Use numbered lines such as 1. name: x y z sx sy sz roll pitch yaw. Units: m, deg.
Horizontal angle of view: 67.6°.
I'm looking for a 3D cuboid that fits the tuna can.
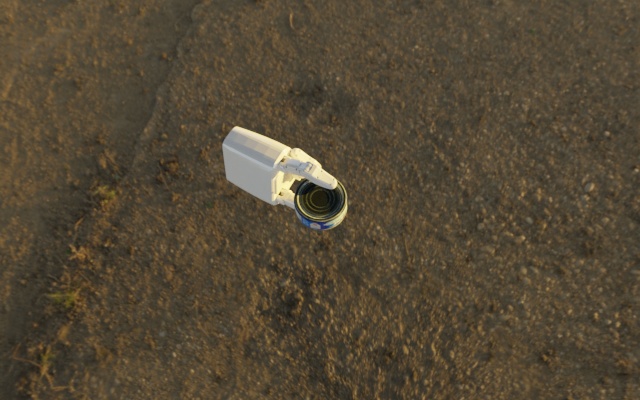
1. tuna can: 0.000 0.002 0.762 0.086 0.086 0.034 0 -26 1
